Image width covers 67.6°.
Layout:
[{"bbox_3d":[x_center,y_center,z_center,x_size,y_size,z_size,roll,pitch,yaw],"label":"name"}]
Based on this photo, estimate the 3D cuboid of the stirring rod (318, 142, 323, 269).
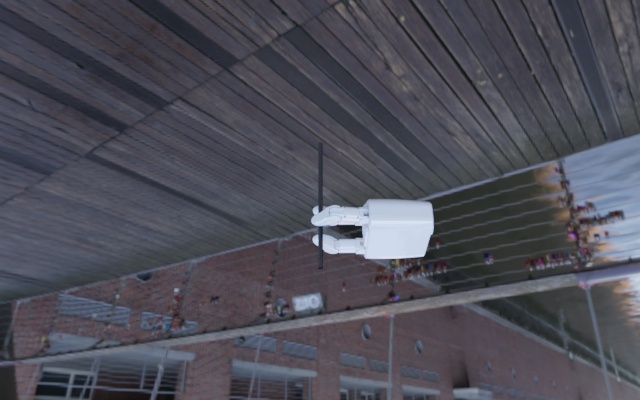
[{"bbox_3d":[0.000,0.003,0.831,0.011,0.239,0.011,0,-26,0],"label":"stirring rod"}]
